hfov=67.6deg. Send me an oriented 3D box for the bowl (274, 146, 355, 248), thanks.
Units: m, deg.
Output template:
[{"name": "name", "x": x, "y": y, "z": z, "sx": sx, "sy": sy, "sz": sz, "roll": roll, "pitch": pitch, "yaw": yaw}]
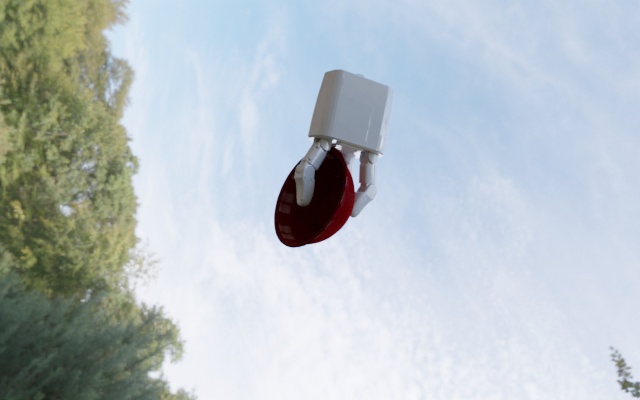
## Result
[{"name": "bowl", "x": 0.000, "y": 0.004, "z": 0.715, "sx": 0.055, "sy": 0.162, "sz": 0.162, "roll": 27, "pitch": -16, "yaw": -34}]
